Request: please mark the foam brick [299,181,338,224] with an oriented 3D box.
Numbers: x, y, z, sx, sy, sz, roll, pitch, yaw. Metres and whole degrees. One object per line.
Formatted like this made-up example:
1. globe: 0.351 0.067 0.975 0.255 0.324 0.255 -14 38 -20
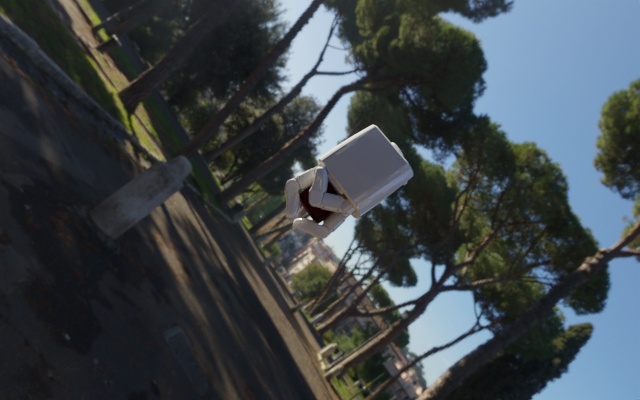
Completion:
1. foam brick: 0.000 0.003 0.772 0.051 0.053 0.078 -34 -5 -5
